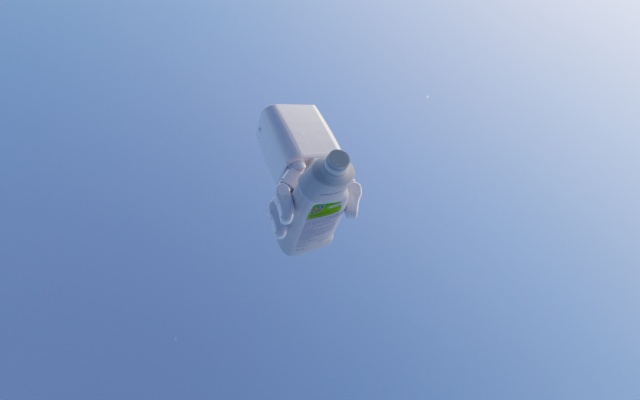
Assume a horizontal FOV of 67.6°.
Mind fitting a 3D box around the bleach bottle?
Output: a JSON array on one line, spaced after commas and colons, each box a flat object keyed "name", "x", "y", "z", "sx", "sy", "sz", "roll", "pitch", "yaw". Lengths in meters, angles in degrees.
[{"name": "bleach bottle", "x": 0.000, "y": 0.002, "z": 0.717, "sx": 0.102, "sy": 0.068, "sz": 0.251, "roll": -18, "pitch": -21, "yaw": -24}]
